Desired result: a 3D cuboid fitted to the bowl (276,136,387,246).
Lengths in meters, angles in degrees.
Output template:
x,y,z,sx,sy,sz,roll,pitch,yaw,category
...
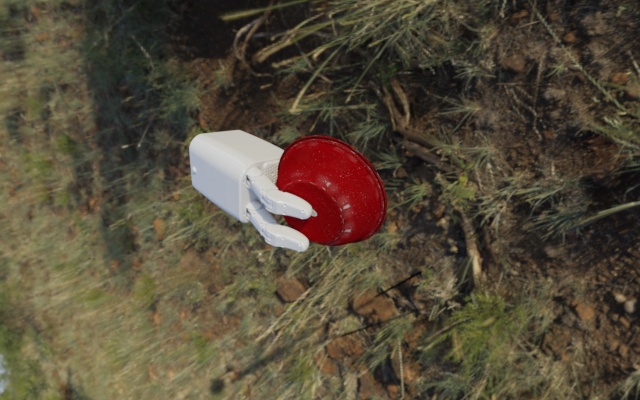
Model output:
x,y,z,sx,sy,sz,roll,pitch,yaw,category
0.001,0.002,0.605,0.162,0.162,0.055,0,31,33,bowl
